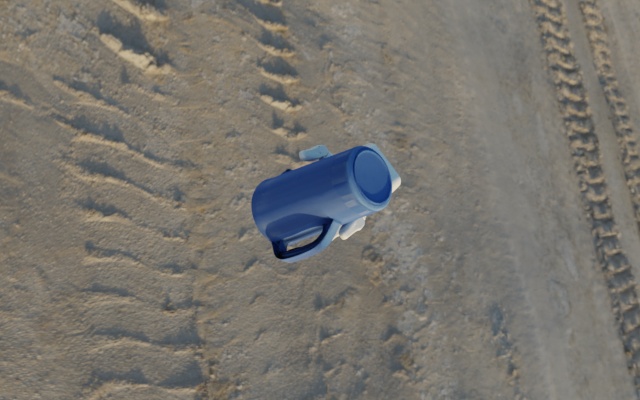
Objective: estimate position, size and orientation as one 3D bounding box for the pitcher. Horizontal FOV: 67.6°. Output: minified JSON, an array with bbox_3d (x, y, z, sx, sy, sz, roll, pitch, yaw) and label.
[{"bbox_3d":[0.000,0.003,0.824,0.243,0.149,0.145,-20,9,44],"label":"pitcher"}]
